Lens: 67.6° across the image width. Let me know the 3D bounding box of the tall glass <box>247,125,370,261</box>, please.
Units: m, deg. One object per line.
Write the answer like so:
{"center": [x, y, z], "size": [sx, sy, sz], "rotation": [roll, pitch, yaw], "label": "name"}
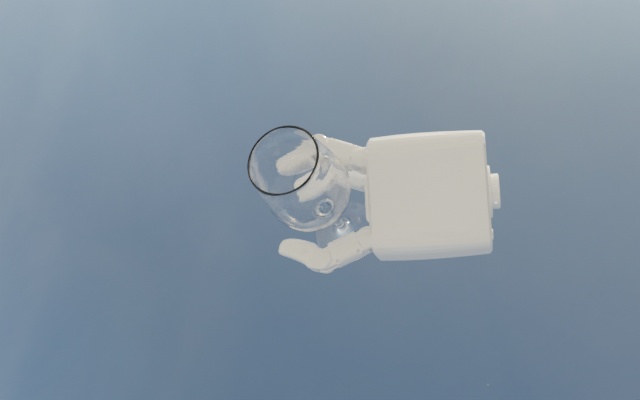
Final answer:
{"center": [0.000, 0.002, 0.466], "size": [0.079, 0.079, 0.201], "rotation": [0, -20, 19], "label": "tall glass"}
